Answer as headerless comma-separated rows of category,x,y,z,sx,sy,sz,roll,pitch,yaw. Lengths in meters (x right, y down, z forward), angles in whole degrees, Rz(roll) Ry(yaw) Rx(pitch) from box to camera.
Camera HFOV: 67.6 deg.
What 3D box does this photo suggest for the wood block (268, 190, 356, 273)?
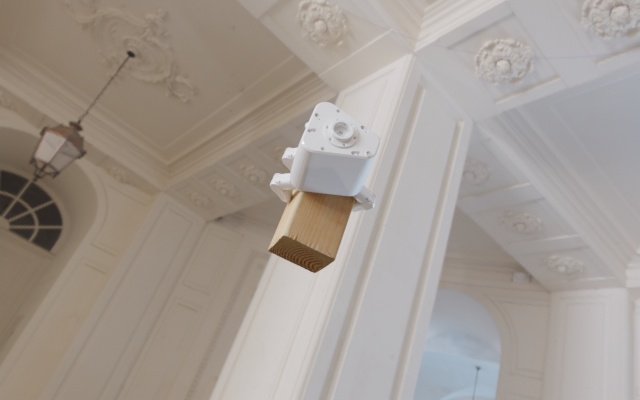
wood block,0.001,0.002,0.794,0.091,0.206,0.090,27,-30,-11
